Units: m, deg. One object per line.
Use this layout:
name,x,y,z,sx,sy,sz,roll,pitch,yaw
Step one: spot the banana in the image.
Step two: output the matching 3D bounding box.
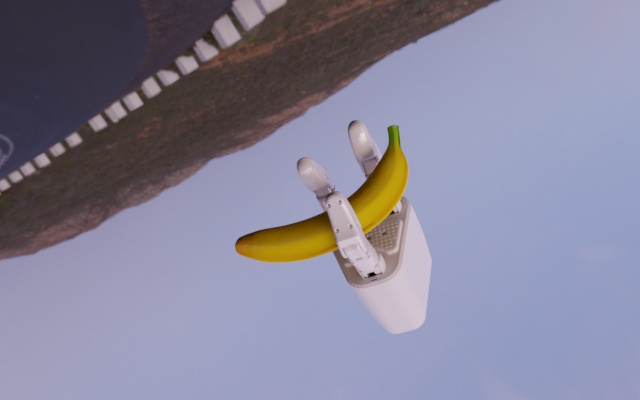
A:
banana,0.012,0.013,0.454,0.198,0.069,0.037,-36,-30,2
